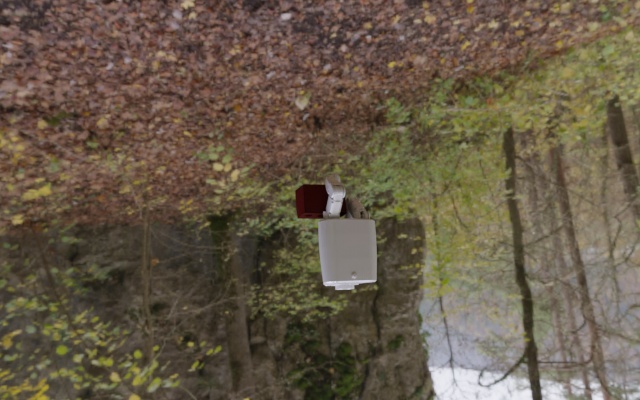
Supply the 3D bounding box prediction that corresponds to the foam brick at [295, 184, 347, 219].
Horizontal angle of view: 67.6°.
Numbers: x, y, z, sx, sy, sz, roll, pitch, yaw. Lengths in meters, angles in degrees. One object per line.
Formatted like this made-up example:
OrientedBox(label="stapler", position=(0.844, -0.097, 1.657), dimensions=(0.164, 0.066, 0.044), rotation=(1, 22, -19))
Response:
OrientedBox(label="foam brick", position=(0.000, 0.003, 0.836), dimensions=(0.078, 0.051, 0.053), rotation=(1, -12, -17))
